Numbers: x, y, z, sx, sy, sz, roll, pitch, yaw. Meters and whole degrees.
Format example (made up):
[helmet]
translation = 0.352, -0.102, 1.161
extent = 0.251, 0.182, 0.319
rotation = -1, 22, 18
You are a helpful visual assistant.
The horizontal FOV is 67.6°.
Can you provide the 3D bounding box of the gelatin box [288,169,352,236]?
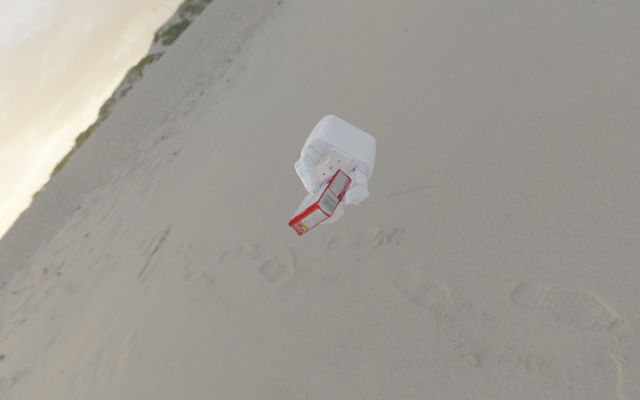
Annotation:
[gelatin box]
translation = 0.000, 0.002, 0.693
extent = 0.073, 0.030, 0.089
rotation = -35, 16, 43
